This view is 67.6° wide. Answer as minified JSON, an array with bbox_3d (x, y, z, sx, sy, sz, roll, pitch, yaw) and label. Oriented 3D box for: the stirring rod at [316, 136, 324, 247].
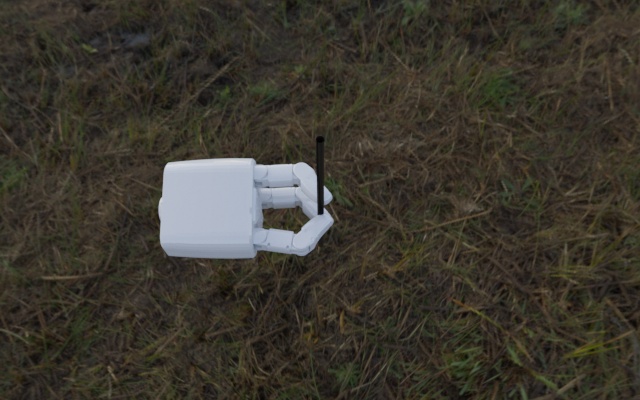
[{"bbox_3d":[0.000,0.002,0.548,0.011,0.011,0.240,0,-29,0],"label":"stirring rod"}]
